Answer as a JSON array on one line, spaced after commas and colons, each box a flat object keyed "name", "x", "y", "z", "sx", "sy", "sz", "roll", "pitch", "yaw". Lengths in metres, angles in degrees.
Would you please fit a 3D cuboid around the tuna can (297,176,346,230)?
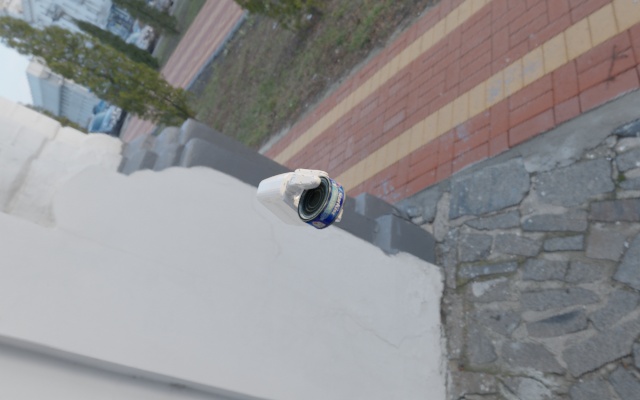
[{"name": "tuna can", "x": 0.000, "y": 0.002, "z": 0.793, "sx": 0.034, "sy": 0.086, "sz": 0.086, "roll": 28, "pitch": -16, "yaw": -32}]
